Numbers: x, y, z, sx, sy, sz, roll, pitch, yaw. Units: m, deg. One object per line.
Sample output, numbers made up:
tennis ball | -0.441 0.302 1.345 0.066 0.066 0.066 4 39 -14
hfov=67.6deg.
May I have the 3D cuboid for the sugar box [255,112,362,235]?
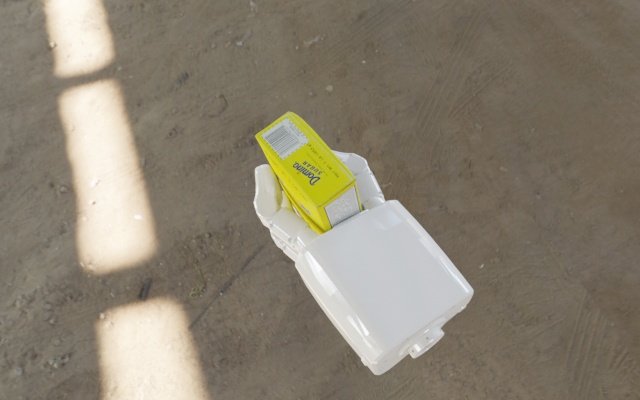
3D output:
sugar box | 0.000 0.002 0.461 0.048 0.093 0.176 -35 -27 -10
